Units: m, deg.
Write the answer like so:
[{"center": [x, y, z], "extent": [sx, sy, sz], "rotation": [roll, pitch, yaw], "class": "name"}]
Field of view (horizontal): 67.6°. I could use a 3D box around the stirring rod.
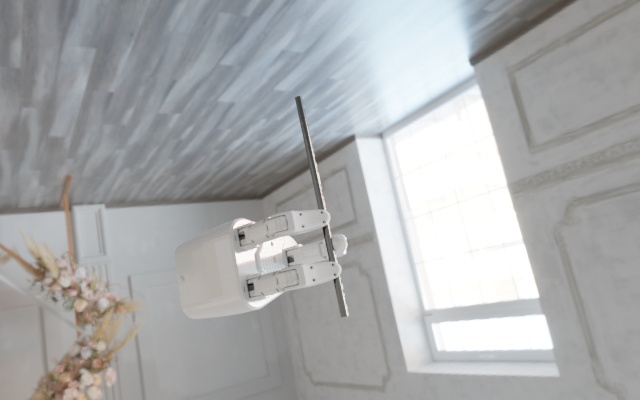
[{"center": [0.000, 0.002, 0.504], "extent": [0.011, 0.239, 0.011], "rotation": [-12, -11, -2], "class": "stirring rod"}]
